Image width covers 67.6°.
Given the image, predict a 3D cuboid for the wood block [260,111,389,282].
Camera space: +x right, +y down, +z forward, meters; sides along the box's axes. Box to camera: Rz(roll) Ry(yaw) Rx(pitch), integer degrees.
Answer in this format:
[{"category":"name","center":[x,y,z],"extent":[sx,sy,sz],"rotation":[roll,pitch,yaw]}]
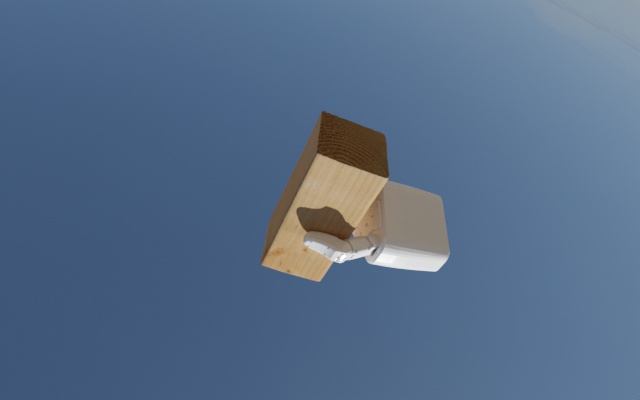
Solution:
[{"category":"wood block","center":[0.000,0.002,0.621],"extent":[0.090,0.206,0.090],"rotation":[19,40,-12]}]
